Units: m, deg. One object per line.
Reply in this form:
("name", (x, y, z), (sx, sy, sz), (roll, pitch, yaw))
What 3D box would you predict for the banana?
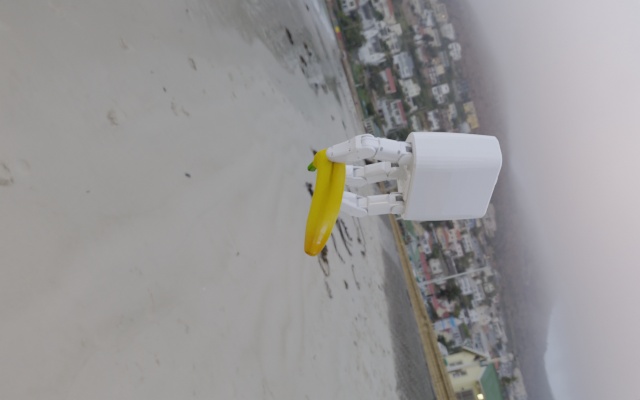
("banana", (0.007, -0.015, 0.586), (0.037, 0.070, 0.197), (18, 32, -10))
